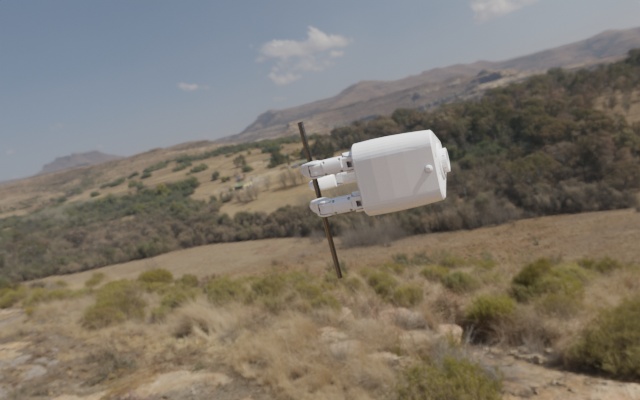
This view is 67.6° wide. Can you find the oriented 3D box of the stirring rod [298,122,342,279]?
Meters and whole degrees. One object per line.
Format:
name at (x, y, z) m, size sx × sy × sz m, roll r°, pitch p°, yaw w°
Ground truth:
stirring rod at (0.000, 0.002, 0.706) m, size 0.011 × 0.239 × 0.011 m, roll -14°, pitch 9°, yaw 2°
